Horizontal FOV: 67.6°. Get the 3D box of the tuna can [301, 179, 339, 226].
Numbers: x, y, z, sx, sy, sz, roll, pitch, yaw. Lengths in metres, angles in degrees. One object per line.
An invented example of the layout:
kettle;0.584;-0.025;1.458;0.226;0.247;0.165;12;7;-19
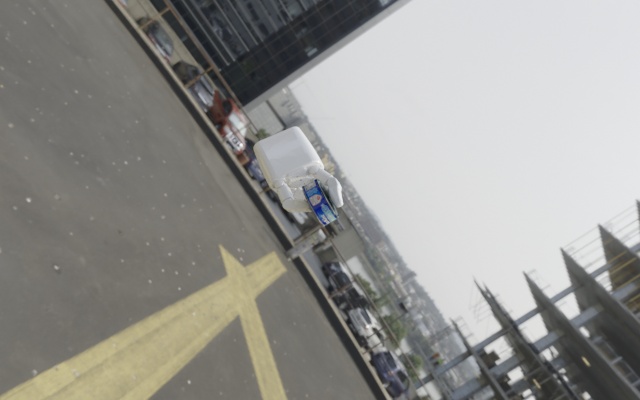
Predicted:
tuna can;0.001;0.003;0.893;0.034;0.086;0.086;-29;-3;6
